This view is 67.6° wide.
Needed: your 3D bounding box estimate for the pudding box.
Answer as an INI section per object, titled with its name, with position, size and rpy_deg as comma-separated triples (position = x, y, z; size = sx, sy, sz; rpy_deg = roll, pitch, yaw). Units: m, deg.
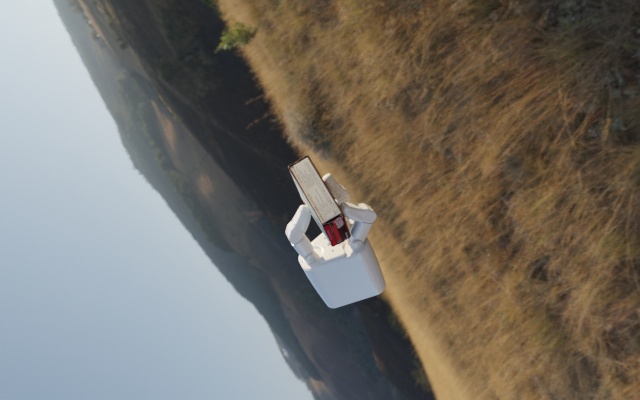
[pudding box]
position = 0.000, 0.002, 0.702
size = 0.039, 0.113, 0.090
rpy_deg = -30, -27, -5
